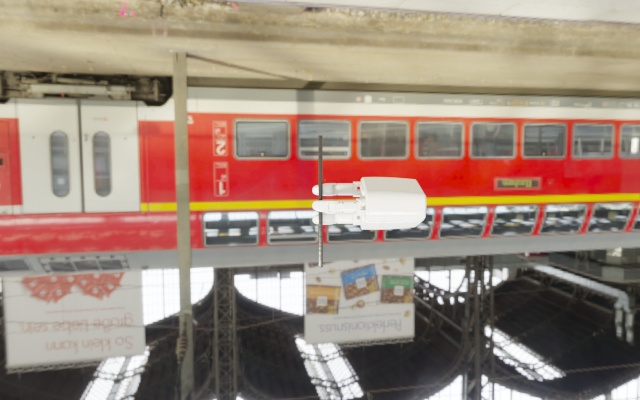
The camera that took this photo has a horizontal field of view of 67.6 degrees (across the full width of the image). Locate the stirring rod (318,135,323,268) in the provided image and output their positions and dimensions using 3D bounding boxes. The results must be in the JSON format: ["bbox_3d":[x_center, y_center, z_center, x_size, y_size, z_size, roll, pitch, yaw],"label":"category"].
[{"bbox_3d":[0.000,0.003,0.869,0.011,0.239,0.011,0,4,0],"label":"stirring rod"}]
